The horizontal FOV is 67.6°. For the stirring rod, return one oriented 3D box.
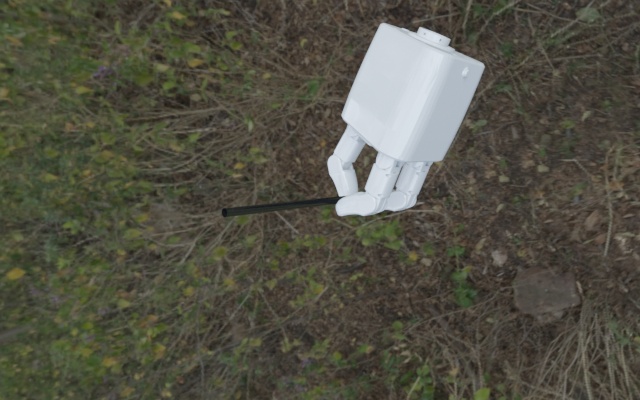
[{"bbox_3d":[0.000,0.002,0.500,0.011,0.011,0.239,0,4,44],"label":"stirring rod"}]
